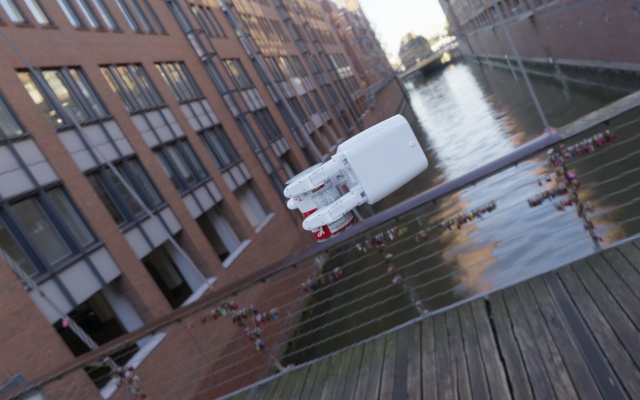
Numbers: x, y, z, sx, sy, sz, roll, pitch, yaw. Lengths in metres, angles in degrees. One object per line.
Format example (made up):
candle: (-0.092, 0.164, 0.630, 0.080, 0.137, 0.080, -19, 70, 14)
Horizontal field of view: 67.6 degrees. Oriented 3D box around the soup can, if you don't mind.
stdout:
soup can: (0.000, 0.002, 0.727, 0.068, 0.102, 0.068, -29, 9, 5)
